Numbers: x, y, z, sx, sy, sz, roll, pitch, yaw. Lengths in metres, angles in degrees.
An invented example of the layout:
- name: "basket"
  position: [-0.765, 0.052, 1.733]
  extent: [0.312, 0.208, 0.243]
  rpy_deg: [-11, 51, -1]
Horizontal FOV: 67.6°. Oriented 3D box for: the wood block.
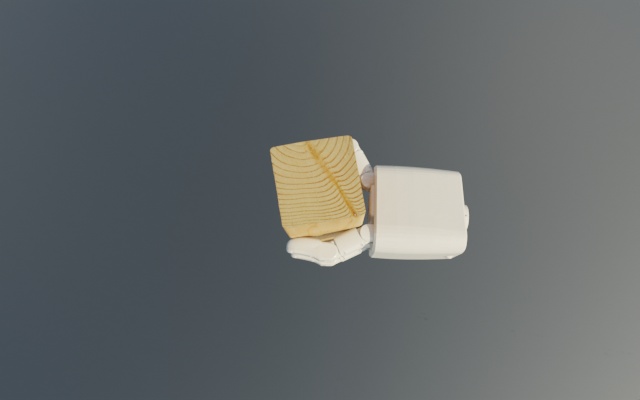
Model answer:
- name: "wood block"
  position: [0.000, 0.002, 0.595]
  extent: [0.090, 0.090, 0.206]
  rpy_deg: [-9, -13, 0]
